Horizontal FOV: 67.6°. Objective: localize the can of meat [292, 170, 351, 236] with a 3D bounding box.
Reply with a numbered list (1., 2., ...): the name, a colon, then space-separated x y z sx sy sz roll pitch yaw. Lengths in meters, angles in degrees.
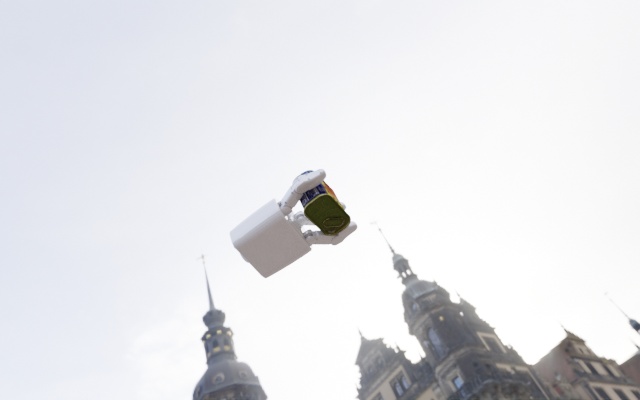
1. can of meat: 0.000 0.003 0.863 0.057 0.084 0.102 -37 -47 8
